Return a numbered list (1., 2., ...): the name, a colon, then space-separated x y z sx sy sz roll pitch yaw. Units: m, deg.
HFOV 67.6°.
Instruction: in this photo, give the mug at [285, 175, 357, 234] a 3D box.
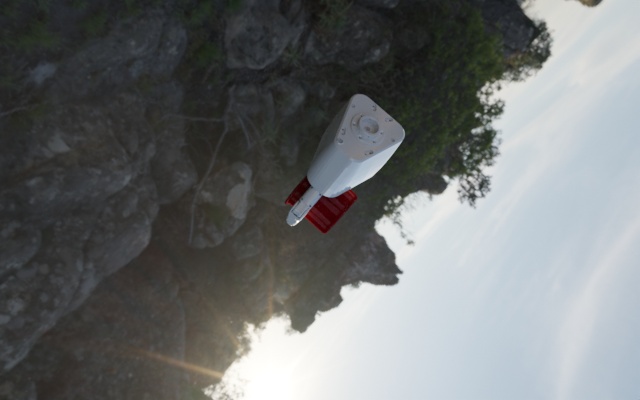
1. mug: 0.000 0.003 0.768 0.093 0.081 0.117 -47 -3 -30
